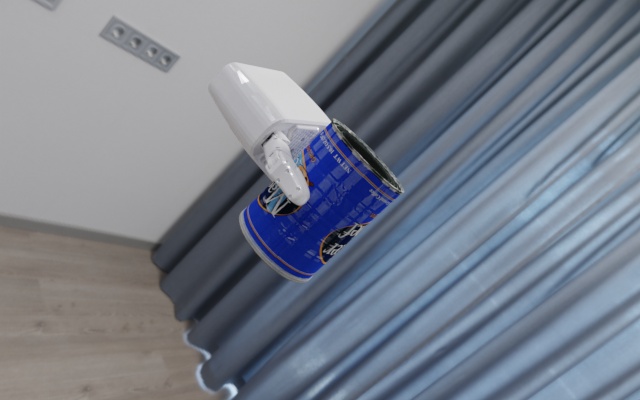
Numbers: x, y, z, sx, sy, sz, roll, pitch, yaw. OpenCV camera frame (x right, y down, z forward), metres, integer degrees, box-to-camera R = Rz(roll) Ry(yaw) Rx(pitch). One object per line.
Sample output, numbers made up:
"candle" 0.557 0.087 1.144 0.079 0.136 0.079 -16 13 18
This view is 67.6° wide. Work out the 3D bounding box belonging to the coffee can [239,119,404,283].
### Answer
"coffee can" 0.000 0.002 0.495 0.140 0.103 0.103 -44 -14 15
